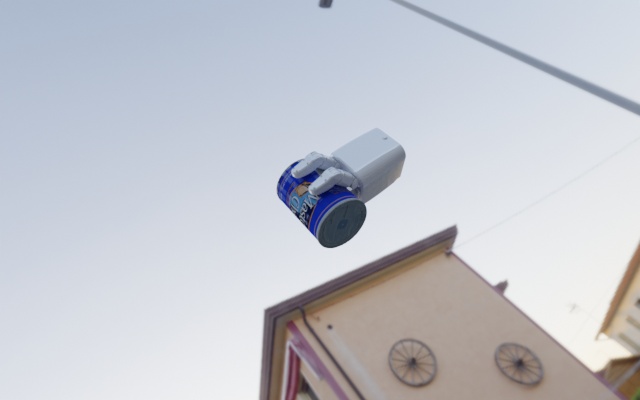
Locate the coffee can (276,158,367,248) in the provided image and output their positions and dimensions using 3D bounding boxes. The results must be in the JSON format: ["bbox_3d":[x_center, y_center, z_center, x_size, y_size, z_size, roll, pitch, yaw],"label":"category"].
[{"bbox_3d":[0.000,0.003,0.852,0.103,0.103,0.140,0,34,-42],"label":"coffee can"}]
